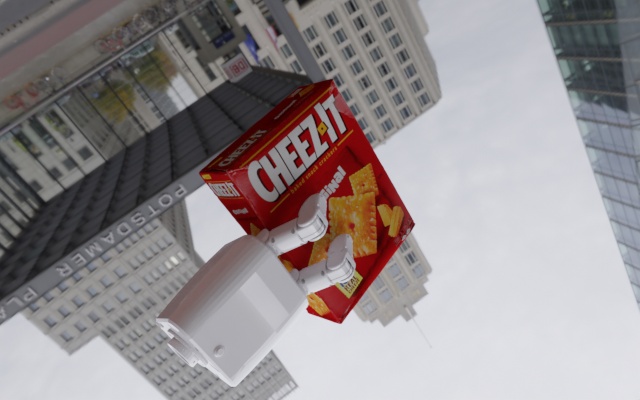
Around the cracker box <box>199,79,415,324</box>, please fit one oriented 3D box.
[{"bbox_3d":[0.000,0.002,0.530,0.072,0.214,0.164,2,42,52],"label":"cracker box"}]
